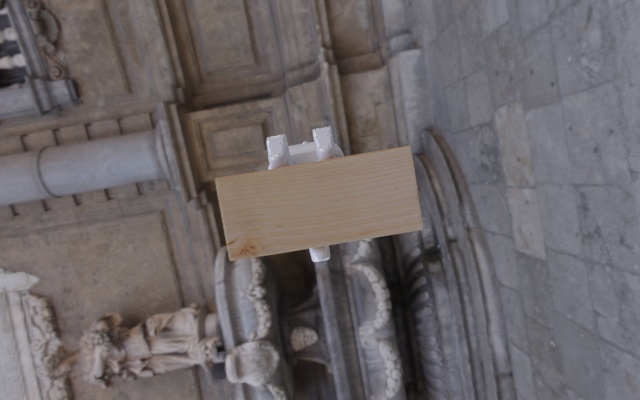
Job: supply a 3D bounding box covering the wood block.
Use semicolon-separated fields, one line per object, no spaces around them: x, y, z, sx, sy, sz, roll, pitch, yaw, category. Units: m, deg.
0.000;0.002;0.537;0.206;0.091;0.090;-10;3;2;wood block
